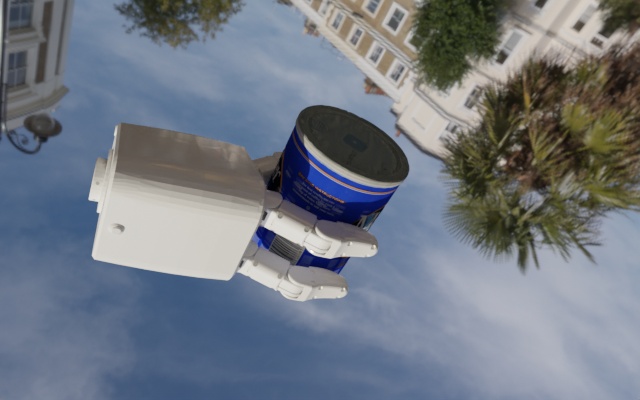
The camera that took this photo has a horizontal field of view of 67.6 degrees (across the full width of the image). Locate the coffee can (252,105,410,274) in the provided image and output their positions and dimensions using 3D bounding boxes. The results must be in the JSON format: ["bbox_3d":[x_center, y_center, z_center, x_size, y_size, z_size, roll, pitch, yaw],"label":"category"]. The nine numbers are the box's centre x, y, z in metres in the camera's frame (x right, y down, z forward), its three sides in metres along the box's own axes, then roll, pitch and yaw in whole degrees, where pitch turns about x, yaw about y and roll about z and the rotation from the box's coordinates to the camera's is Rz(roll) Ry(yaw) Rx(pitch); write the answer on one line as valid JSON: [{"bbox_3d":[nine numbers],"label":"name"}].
[{"bbox_3d":[0.000,0.001,0.431,0.103,0.140,0.102,20,34,-14],"label":"coffee can"}]
